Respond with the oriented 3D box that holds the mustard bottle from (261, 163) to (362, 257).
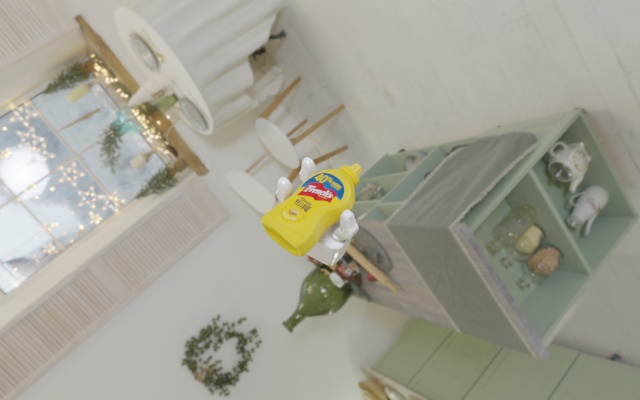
[{"bbox_3d":[0.000,0.003,0.793,0.191,0.058,0.096,-42,50,-21],"label":"mustard bottle"}]
